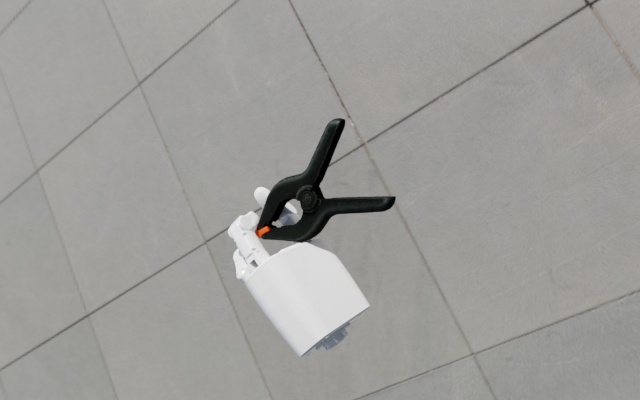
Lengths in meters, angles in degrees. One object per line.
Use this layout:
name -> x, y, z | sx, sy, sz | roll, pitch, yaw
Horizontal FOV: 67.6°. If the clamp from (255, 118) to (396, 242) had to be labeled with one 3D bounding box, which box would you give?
clamp -> 0.000, 0.002, 0.559 | 0.171, 0.120, 0.039 | -45, -19, 19
